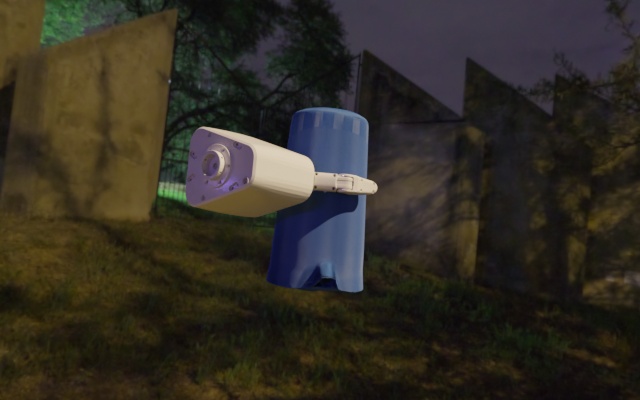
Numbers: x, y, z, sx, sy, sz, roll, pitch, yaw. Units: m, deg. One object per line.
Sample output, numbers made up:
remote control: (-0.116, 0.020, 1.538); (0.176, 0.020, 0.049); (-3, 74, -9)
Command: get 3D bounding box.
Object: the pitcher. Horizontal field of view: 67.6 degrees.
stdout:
pitcher: (0.000, 0.002, 0.671); (0.149, 0.243, 0.145); (4, -3, 35)
